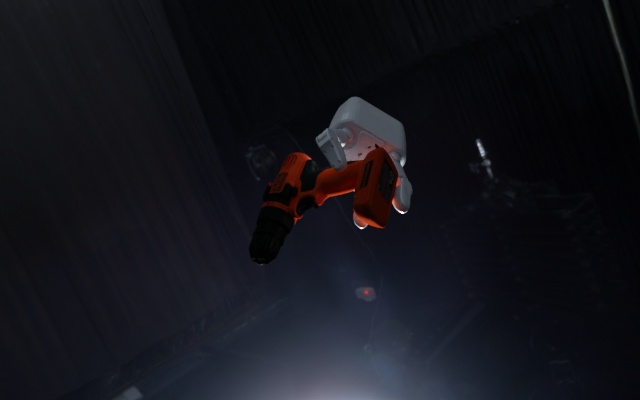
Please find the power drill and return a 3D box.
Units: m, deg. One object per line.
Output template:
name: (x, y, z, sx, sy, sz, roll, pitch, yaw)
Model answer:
power drill: (0.001, 0.002, 0.635, 0.187, 0.184, 0.057, -5, -39, 33)
